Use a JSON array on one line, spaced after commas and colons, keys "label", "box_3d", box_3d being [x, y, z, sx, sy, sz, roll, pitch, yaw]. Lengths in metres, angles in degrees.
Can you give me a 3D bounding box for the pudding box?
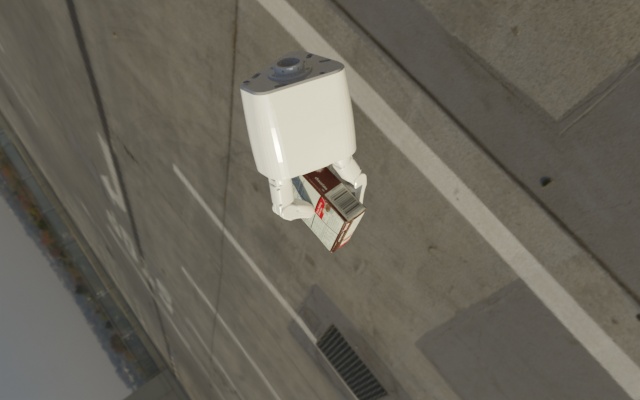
[{"label": "pudding box", "box_3d": [0.000, 0.002, 0.630, 0.039, 0.113, 0.090, -32, -19, -27]}]
